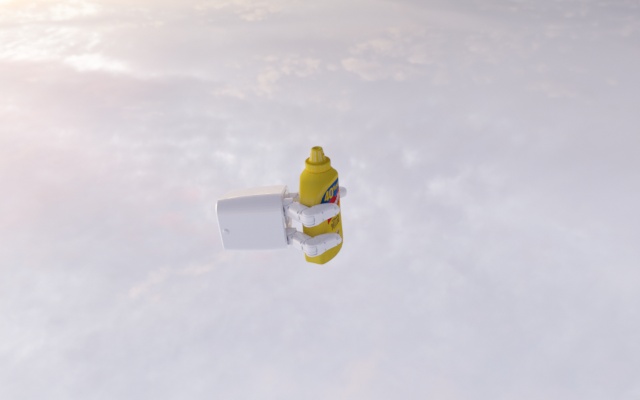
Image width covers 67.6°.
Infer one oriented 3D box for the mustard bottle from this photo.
[{"bbox_3d":[0.000,0.003,0.778,0.058,0.192,0.096,10,32,24],"label":"mustard bottle"}]
